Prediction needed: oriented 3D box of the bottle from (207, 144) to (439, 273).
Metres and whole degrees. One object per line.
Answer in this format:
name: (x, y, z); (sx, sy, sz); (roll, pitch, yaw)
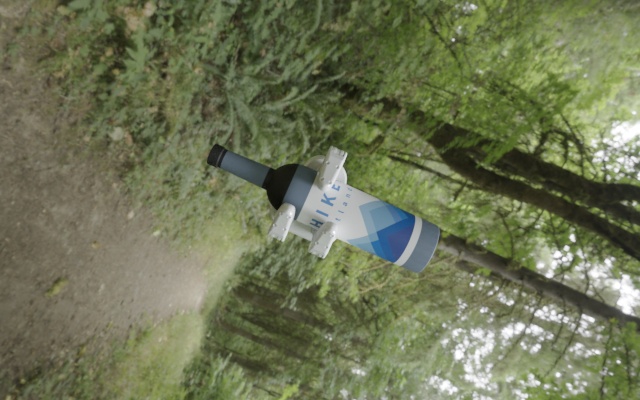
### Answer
bottle: (0.000, 0.002, 0.596); (0.296, 0.069, 0.069); (24, -2, -3)
